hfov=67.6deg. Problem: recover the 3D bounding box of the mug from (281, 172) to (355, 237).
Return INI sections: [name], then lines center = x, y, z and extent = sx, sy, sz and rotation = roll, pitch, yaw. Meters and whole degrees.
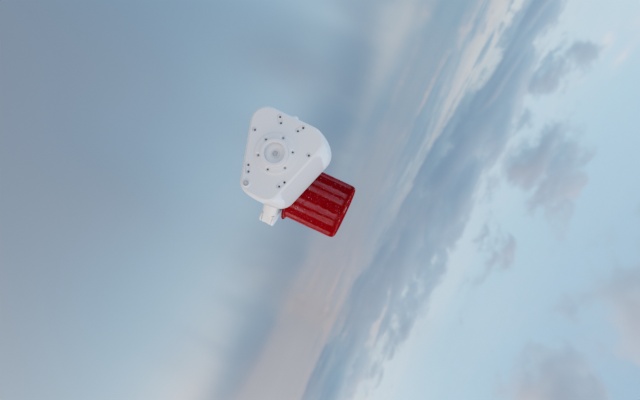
[mug]
center = 0.000, 0.003, 0.709
extent = 0.081, 0.093, 0.117
rotation = 25, -1, 6
